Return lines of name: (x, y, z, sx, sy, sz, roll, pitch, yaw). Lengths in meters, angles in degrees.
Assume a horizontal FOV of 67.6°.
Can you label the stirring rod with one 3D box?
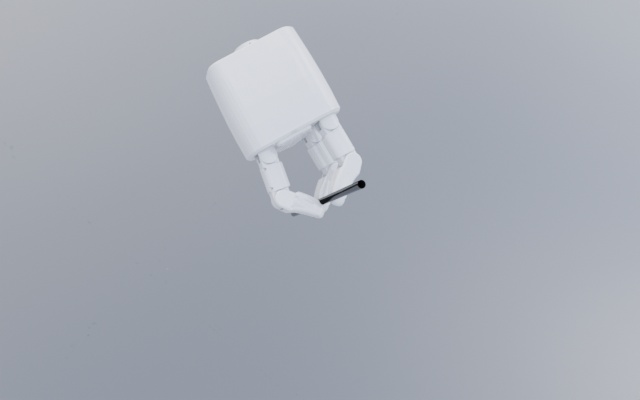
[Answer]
stirring rod: (0.000, 0.002, 0.537, 0.011, 0.011, 0.239, 0, -8, -18)
